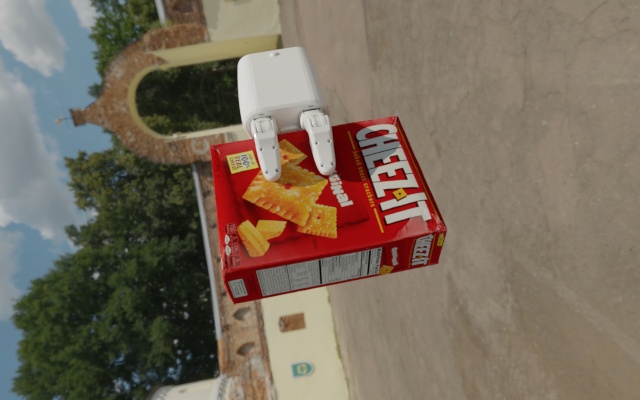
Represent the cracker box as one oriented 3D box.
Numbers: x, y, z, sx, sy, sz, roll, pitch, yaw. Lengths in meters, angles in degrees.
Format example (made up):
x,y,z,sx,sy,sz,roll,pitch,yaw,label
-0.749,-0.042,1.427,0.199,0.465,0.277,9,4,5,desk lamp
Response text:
x,y,z,sx,sy,sz,roll,pitch,yaw,label
0.000,0.002,0.499,0.213,0.164,0.072,-10,-37,-5,cracker box
